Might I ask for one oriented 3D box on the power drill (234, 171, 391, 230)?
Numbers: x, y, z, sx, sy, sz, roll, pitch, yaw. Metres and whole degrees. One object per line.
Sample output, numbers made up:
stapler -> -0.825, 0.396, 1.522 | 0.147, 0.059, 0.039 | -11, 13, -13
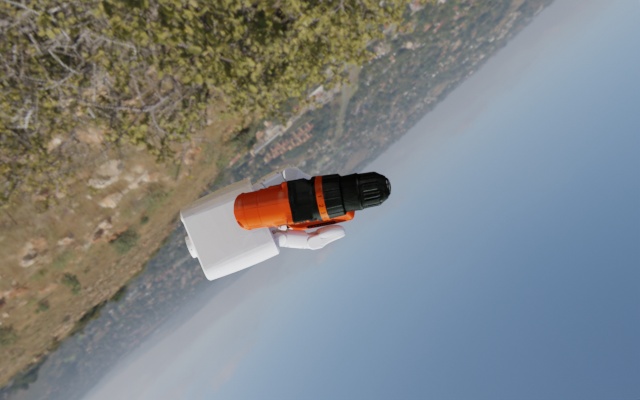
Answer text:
power drill -> 0.000, 0.002, 0.620 | 0.184, 0.057, 0.187 | -8, -6, 9
